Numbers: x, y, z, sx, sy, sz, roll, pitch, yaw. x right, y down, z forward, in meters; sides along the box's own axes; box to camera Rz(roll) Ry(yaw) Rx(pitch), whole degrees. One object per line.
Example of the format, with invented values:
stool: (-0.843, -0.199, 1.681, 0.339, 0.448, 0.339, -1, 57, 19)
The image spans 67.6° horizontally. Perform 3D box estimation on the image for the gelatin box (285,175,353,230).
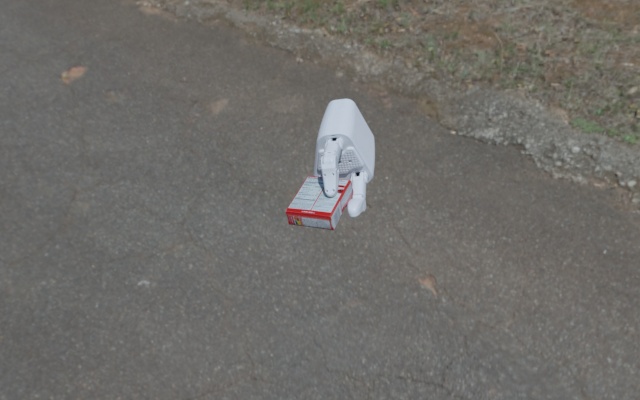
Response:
gelatin box: (0.000, 0.002, 0.709, 0.073, 0.030, 0.089, 6, 42, 23)
